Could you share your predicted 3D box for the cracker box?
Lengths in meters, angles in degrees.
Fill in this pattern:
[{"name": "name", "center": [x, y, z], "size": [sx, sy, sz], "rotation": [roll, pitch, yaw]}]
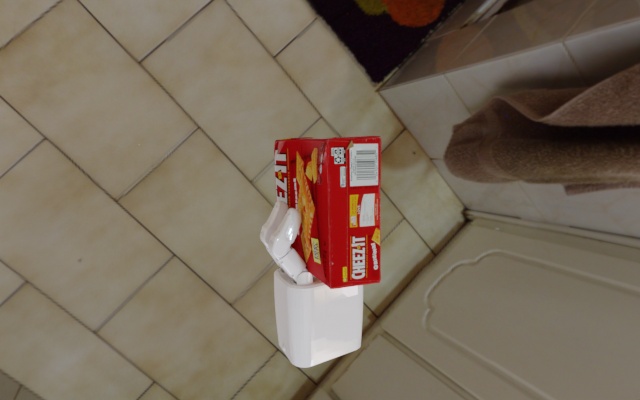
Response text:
[{"name": "cracker box", "center": [0.000, 0.002, 0.605], "size": [0.072, 0.164, 0.213], "rotation": [-4, 8, -20]}]
